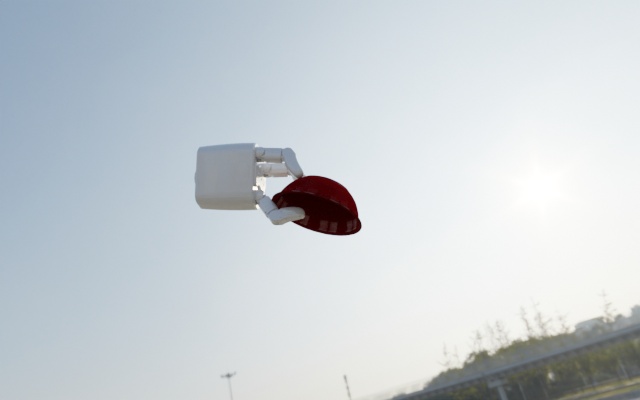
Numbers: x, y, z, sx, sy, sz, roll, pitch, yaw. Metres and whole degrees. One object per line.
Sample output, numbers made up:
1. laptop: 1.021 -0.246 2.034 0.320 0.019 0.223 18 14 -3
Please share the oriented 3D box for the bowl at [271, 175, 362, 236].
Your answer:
1. bowl: 0.002 0.003 0.826 0.162 0.055 0.162 16 -24 7
